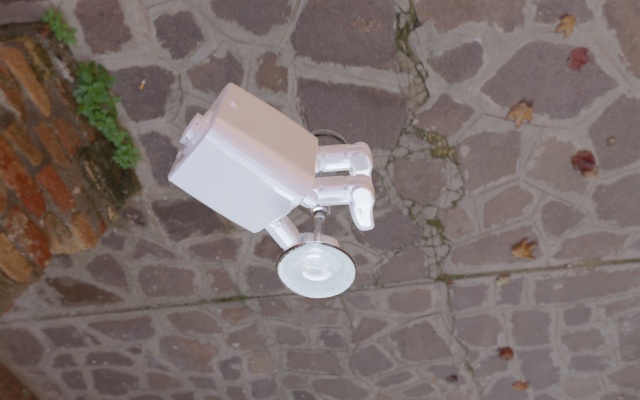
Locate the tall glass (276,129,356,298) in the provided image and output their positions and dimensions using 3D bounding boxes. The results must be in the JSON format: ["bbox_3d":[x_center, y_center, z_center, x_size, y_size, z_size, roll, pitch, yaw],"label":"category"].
[{"bbox_3d":[0.000,0.002,0.512,0.079,0.079,0.200,0,39,4],"label":"tall glass"}]
